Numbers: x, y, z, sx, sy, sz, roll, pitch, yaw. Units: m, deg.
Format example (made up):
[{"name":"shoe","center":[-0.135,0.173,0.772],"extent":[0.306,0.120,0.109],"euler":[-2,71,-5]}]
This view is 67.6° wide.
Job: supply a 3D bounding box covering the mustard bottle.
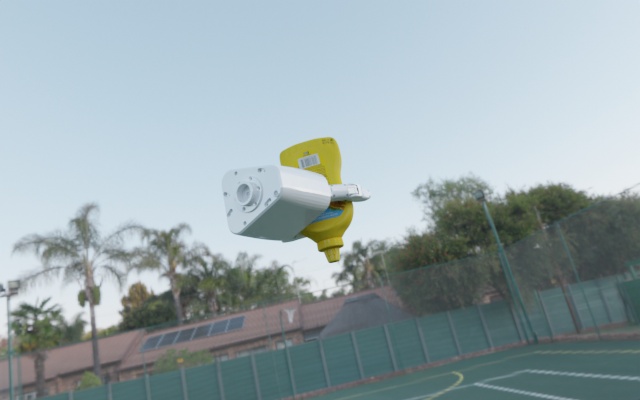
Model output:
[{"name":"mustard bottle","center":[0.000,0.002,0.742],"extent":[0.096,0.191,0.058],"euler":[-15,-16,8]}]
